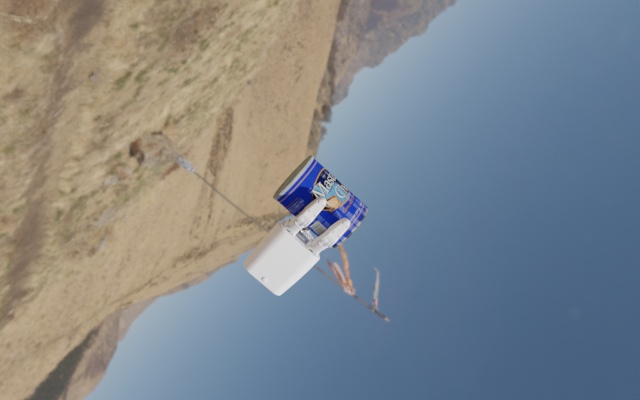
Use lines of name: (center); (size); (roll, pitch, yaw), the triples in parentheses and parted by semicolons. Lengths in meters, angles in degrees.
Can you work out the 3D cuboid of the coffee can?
coffee can: (0.000, 0.003, 0.860); (0.140, 0.103, 0.103); (42, -9, -9)
